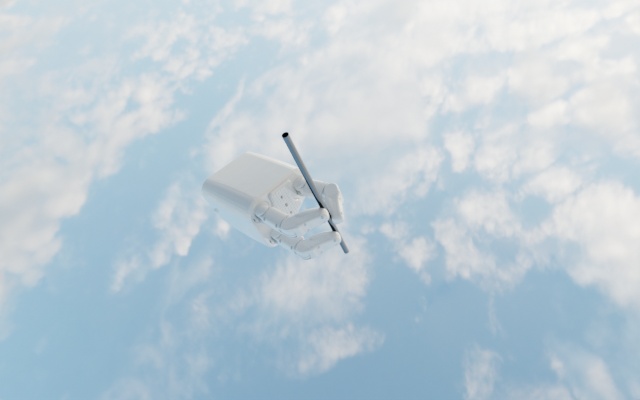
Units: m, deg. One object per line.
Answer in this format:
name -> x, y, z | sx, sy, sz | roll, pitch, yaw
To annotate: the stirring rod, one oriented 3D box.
stirring rod -> 0.000, 0.002, 0.586 | 0.011, 0.011, 0.240 | 0, -36, 22
